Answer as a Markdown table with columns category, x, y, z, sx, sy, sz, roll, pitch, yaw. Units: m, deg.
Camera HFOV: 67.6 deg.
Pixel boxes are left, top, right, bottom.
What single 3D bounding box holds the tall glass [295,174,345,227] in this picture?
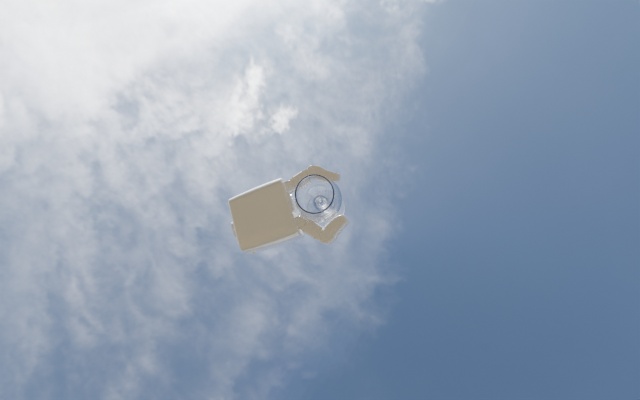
| category | x | y | z | sx | sy | sz | roll | pitch | yaw |
| --- | --- | --- | --- | --- | --- | --- | --- | --- | --- |
| tall glass | 0.000 | 0.003 | 0.834 | 0.079 | 0.079 | 0.201 | 0 | -8 | 5 |
